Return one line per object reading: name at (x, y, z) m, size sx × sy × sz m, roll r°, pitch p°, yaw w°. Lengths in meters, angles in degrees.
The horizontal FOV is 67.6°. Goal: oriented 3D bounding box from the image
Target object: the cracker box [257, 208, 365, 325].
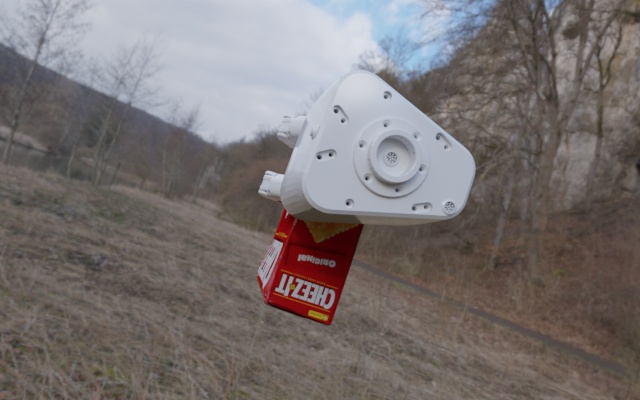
cracker box at (0.000, 0.002, 0.496) m, size 0.072 × 0.213 × 0.164 m, roll 20°, pitch -6°, yaw -7°
